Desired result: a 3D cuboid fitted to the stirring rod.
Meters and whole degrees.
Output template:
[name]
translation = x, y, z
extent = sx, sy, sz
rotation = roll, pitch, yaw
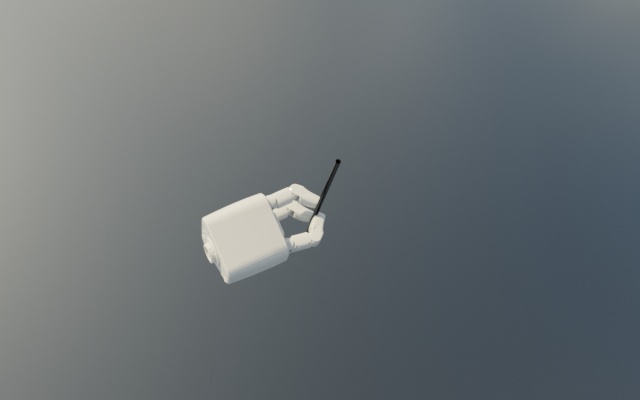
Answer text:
[stirring rod]
translation = 0.000, 0.003, 0.781
extent = 0.011, 0.011, 0.240
rotation = 0, -29, -14
